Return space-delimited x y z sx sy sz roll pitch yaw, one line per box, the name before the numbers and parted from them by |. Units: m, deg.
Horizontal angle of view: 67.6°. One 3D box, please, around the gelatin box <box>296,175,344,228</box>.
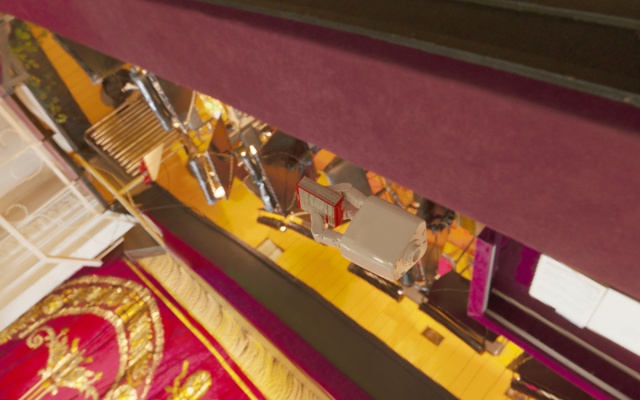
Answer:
gelatin box | 0.000 0.003 0.862 0.089 0.030 0.073 29 -28 20
